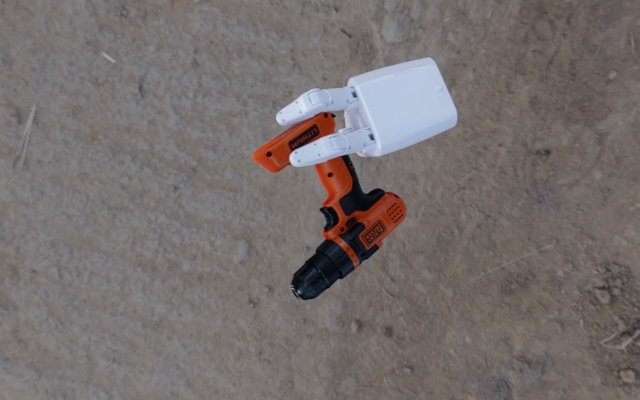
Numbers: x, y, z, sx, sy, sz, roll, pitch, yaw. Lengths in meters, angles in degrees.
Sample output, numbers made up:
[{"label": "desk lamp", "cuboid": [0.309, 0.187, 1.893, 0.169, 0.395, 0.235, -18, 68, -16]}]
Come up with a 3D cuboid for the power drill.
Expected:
[{"label": "power drill", "cuboid": [0.000, 0.001, 0.577, 0.184, 0.188, 0.057, -40, 18, -22]}]
